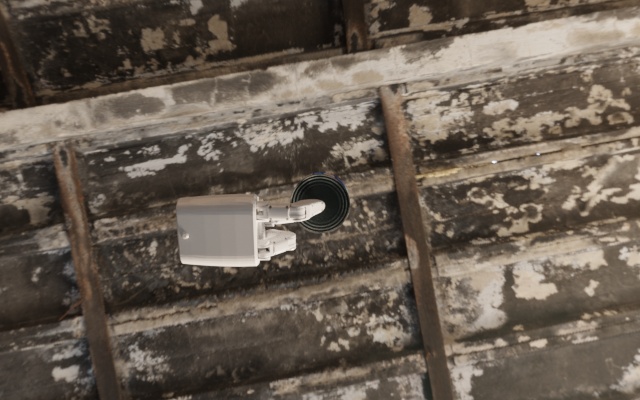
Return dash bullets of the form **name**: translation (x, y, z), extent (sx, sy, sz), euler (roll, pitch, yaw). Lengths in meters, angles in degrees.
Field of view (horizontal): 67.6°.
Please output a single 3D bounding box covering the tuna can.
- **tuna can**: translation (0.000, 0.002, 0.692), extent (0.086, 0.086, 0.033), euler (0, 11, 3)
